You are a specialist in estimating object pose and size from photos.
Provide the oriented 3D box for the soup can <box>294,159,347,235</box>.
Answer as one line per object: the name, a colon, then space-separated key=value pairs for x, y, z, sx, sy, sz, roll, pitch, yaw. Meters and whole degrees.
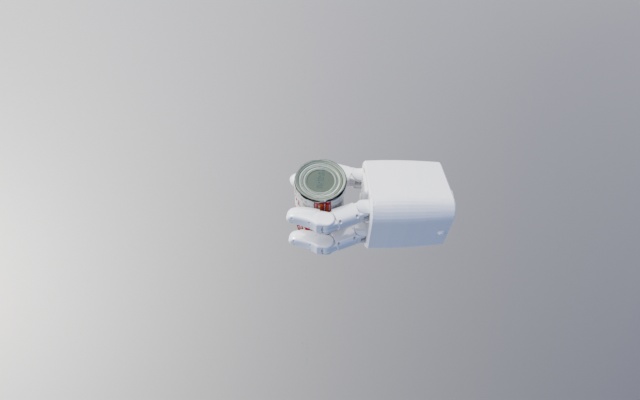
soup can: x=0.000 y=0.002 z=0.632 sx=0.068 sy=0.068 sz=0.102 roll=0 pitch=-34 yaw=0
